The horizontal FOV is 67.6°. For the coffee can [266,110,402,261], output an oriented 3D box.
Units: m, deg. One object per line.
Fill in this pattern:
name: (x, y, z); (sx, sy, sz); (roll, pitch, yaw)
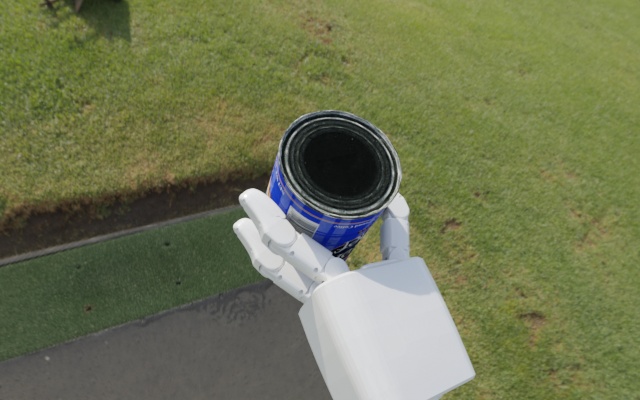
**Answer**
coffee can: (0.000, 0.001, 0.437); (0.103, 0.102, 0.140); (0, -28, -16)
